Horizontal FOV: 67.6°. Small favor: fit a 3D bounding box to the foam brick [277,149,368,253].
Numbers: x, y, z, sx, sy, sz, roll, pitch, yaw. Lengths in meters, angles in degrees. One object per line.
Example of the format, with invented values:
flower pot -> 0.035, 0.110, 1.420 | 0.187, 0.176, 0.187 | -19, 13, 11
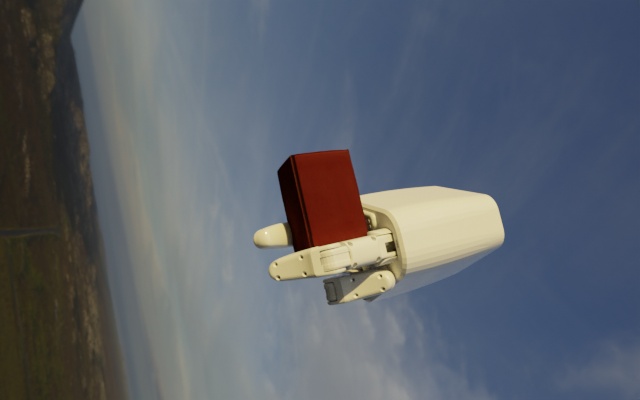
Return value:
foam brick -> 0.000, 0.001, 0.404 | 0.051, 0.078, 0.053 | -11, -5, -20
